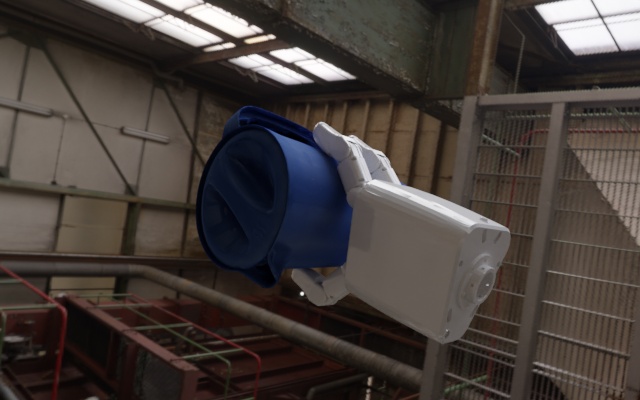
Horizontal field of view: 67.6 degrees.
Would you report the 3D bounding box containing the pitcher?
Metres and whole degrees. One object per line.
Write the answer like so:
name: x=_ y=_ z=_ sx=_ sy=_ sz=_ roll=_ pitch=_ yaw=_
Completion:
pitcher: x=0.000 y=0.002 z=0.514 sx=0.145 sy=0.149 sz=0.243 roll=25 pitch=9 yaw=42
